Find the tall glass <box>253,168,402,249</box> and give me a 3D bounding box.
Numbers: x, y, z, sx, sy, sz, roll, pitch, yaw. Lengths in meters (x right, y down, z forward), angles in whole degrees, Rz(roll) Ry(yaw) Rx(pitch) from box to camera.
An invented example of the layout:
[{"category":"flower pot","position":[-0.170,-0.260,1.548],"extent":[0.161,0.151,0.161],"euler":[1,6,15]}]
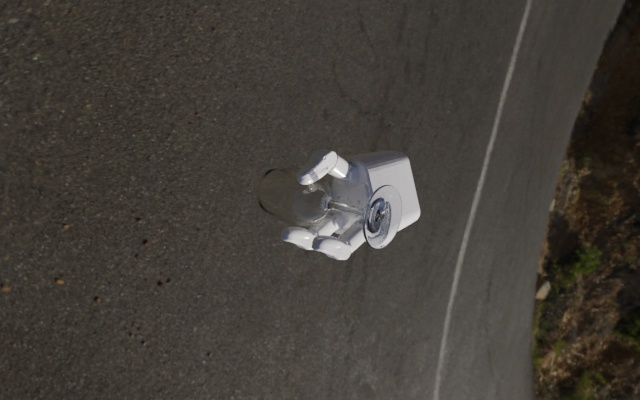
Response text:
[{"category":"tall glass","position":[0.000,0.002,0.608],"extent":[0.201,0.079,0.079],"euler":[13,9,42]}]
